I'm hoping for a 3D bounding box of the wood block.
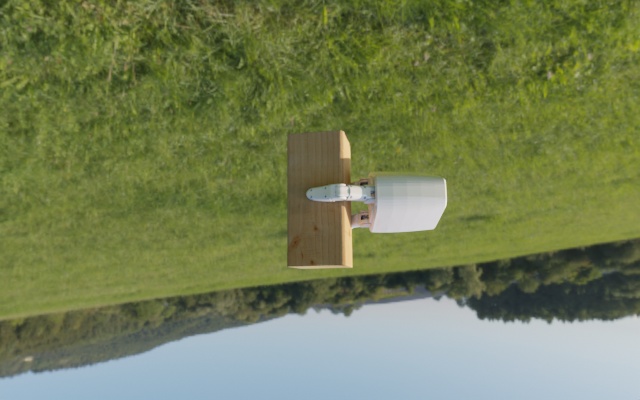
[{"bbox_3d":[0.000,0.003,0.760,0.090,0.206,0.091,-3,-10,10],"label":"wood block"}]
